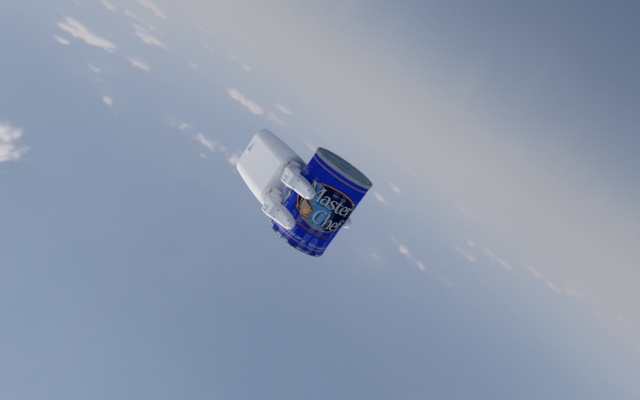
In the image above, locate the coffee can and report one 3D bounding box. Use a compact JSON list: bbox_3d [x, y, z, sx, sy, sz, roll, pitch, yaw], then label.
[{"bbox_3d":[0.000,0.002,0.750,0.103,0.140,0.102,33,14,-9],"label":"coffee can"}]
